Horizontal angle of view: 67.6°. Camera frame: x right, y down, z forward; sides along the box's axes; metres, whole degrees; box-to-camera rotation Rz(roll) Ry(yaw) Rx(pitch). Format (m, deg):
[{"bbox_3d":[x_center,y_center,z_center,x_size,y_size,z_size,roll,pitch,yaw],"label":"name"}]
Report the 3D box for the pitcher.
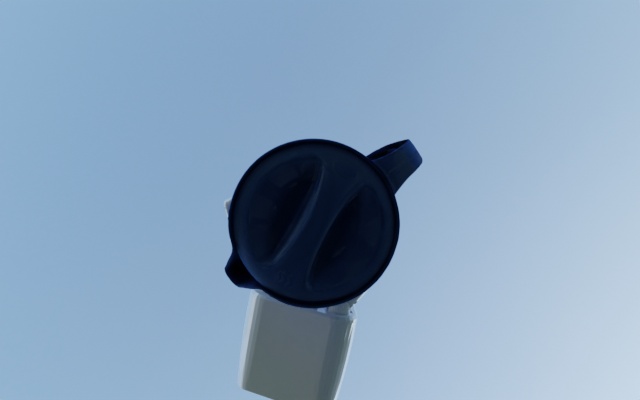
[{"bbox_3d":[0.000,0.002,0.480,0.149,0.145,0.243,9,6,-3],"label":"pitcher"}]
